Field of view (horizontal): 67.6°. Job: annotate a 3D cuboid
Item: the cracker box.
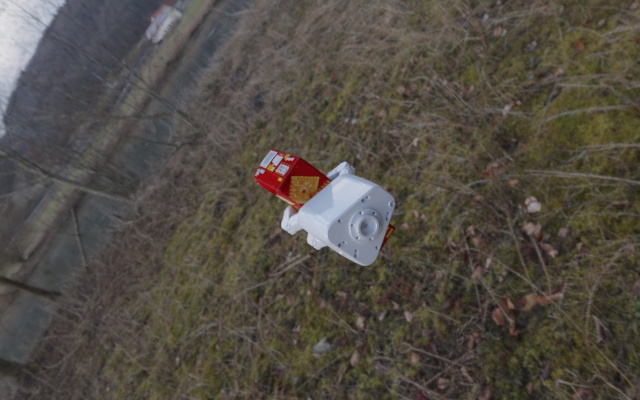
[{"bbox_3d":[0.000,0.002,0.827,0.214,0.072,0.164,36,-4,-24],"label":"cracker box"}]
